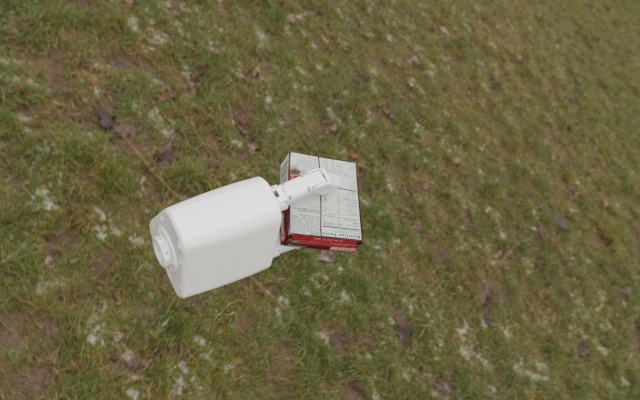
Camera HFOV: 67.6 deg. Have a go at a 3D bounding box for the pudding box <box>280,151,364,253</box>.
[{"bbox_3d":[0.000,0.002,0.563,0.090,0.113,0.039,8,-29,-18],"label":"pudding box"}]
